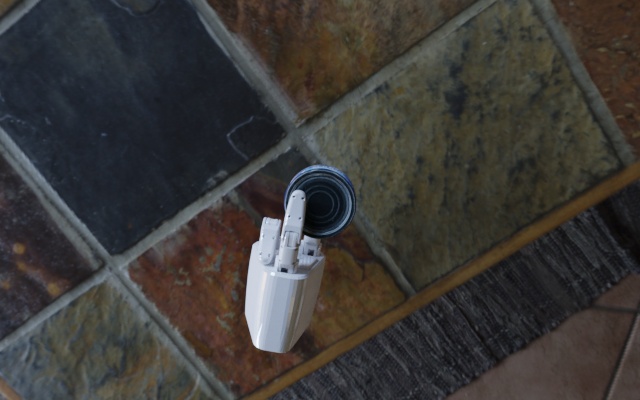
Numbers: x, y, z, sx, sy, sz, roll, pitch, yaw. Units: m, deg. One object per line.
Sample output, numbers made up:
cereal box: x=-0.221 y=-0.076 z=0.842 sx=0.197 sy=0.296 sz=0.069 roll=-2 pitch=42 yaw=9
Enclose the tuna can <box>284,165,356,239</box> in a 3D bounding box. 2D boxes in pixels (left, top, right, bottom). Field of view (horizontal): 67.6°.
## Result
tuna can: x=0.000 y=0.002 z=0.568 sx=0.086 sy=0.086 sz=0.033 roll=0 pitch=11 yaw=3
